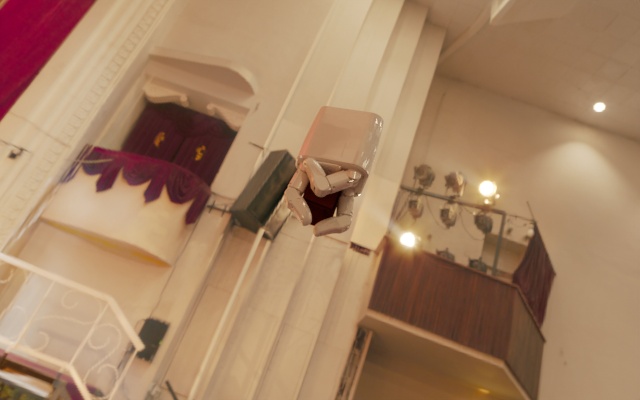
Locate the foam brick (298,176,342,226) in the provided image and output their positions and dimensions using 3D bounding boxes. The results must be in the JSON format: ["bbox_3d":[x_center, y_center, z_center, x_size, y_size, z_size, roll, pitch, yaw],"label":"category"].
[{"bbox_3d":[0.000,0.003,0.737,0.053,0.051,0.078,19,-26,2],"label":"foam brick"}]
